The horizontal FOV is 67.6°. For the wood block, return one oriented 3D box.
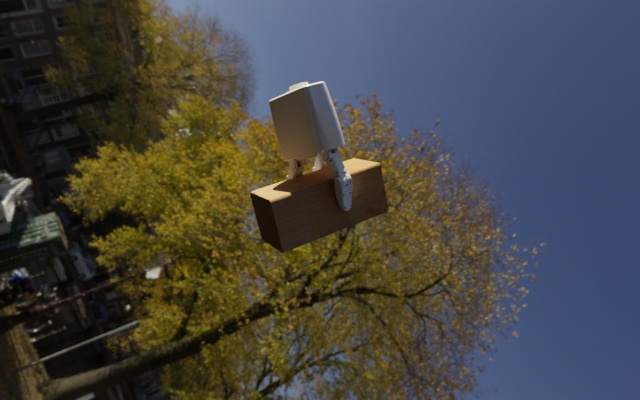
[{"bbox_3d":[0.000,0.002,0.804,0.206,0.090,0.091,-20,19,-24],"label":"wood block"}]
